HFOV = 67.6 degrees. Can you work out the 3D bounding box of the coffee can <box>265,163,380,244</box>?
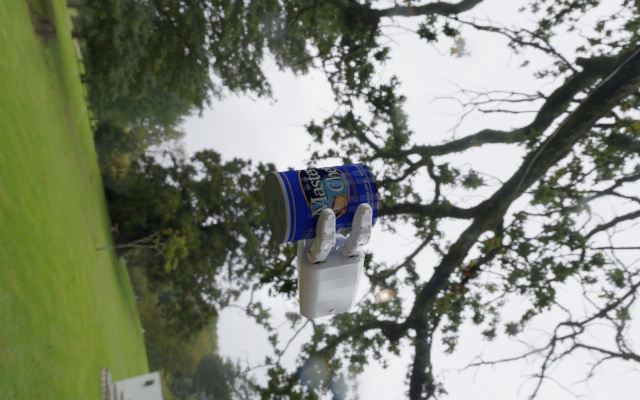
[{"bbox_3d":[0.000,0.002,0.693,0.140,0.103,0.103,-8,3,-21],"label":"coffee can"}]
